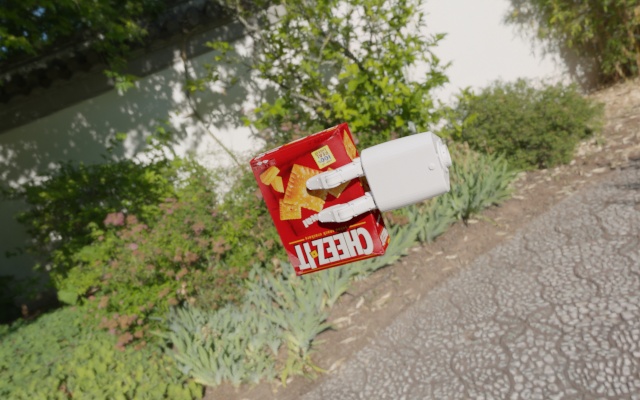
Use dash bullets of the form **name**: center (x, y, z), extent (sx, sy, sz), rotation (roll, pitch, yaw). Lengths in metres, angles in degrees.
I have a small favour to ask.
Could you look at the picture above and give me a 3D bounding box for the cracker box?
- **cracker box**: center (0.000, 0.002, 0.781), extent (0.164, 0.214, 0.072), rotation (-17, 12, 21)
